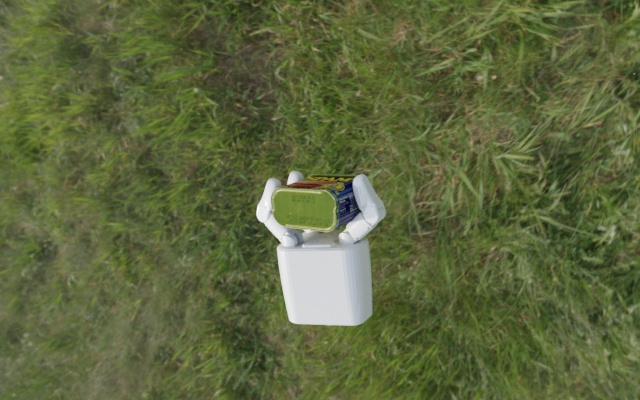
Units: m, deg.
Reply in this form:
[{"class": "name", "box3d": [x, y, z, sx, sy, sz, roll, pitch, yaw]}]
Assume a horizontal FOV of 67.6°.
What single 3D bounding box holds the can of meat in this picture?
[{"class": "can of meat", "box3d": [0.000, 0.002, 0.606, 0.102, 0.057, 0.084, 4, 15, 32]}]
